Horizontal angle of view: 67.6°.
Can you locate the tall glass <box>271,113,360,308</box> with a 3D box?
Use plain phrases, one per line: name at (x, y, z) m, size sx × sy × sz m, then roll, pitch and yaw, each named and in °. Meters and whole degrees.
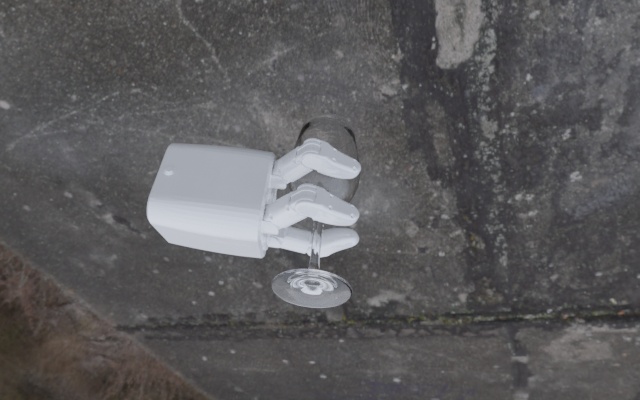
tall glass at (0.000, 0.002, 0.490) m, size 0.079 × 0.201 × 0.079 m, roll 4°, pitch -36°, yaw 3°
